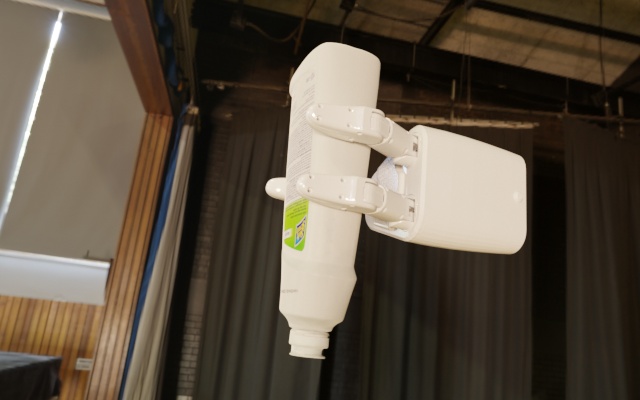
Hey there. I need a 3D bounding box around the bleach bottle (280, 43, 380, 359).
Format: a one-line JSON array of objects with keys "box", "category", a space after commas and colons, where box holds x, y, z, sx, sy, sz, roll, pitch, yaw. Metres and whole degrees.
[{"box": [0.000, 0.001, 0.407, 0.068, 0.250, 0.102, 11, -15, -17], "category": "bleach bottle"}]
